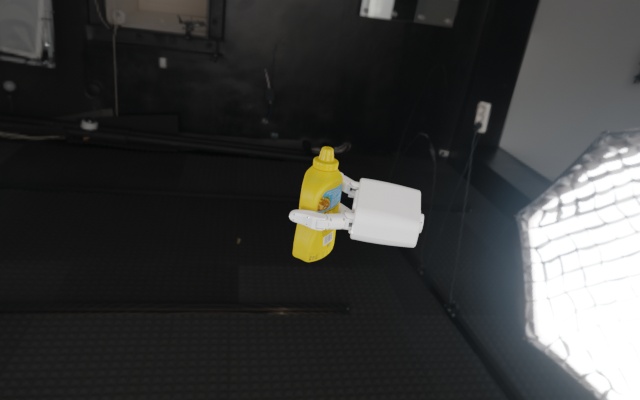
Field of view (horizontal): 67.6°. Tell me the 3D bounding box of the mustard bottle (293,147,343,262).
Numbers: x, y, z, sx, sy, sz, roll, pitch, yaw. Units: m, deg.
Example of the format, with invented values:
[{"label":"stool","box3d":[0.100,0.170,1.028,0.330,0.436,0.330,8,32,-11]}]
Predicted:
[{"label":"mustard bottle","box3d":[0.000,0.003,0.806,0.058,0.192,0.096,21,27,26]}]
